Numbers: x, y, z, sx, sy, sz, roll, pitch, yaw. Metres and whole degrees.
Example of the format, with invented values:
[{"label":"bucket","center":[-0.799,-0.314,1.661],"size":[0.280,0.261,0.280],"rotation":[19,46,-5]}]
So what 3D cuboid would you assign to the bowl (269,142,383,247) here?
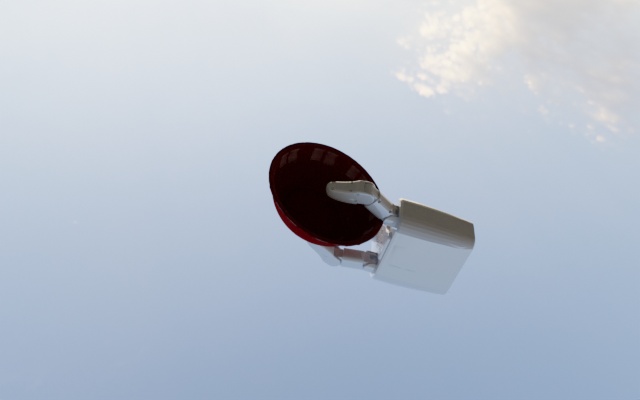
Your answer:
[{"label":"bowl","center":[-0.001,0.002,0.617],"size":[0.162,0.162,0.055],"rotation":[0,-35,-31]}]
